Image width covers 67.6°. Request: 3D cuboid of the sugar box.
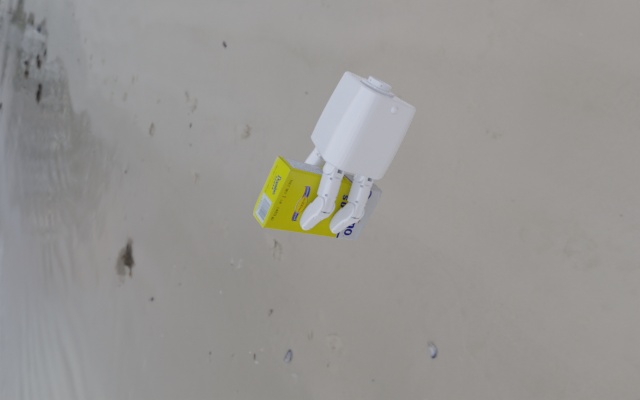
[{"bbox_3d":[0.000,0.002,0.681,0.176,0.093,0.048,12,24,-37],"label":"sugar box"}]
